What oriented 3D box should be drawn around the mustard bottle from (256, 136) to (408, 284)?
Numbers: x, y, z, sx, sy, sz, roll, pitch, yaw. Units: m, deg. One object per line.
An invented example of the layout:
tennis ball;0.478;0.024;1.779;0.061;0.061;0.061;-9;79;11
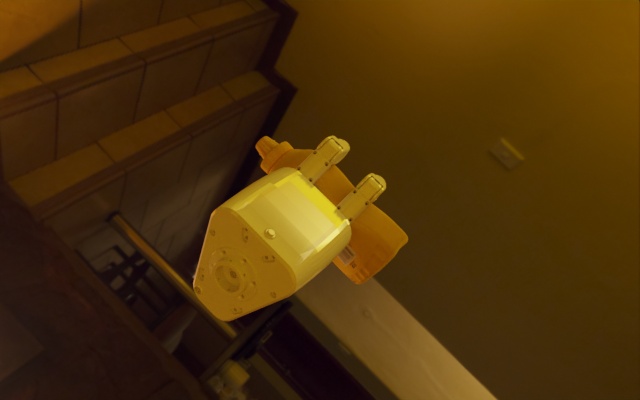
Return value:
mustard bottle;0.000;0.002;0.524;0.058;0.191;0.096;-42;-7;-33
